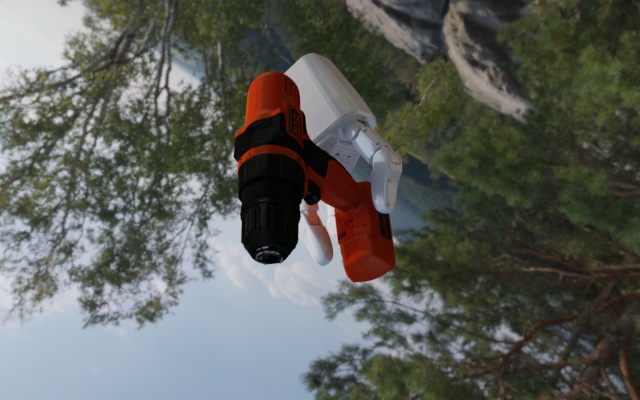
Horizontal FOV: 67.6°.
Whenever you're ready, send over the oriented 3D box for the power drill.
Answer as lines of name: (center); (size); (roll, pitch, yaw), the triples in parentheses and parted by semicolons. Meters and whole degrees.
power drill: (0.000, 0.001, 0.418); (0.057, 0.184, 0.188); (-22, -42, 24)
